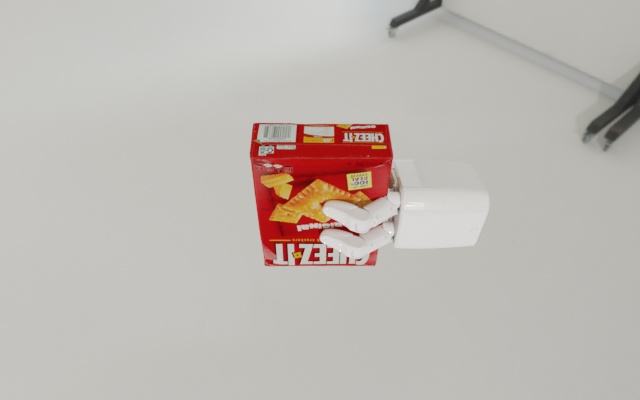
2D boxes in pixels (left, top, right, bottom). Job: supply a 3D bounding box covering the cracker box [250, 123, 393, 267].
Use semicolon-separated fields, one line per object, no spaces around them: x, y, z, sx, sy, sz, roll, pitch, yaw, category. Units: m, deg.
0.000;0.002;0.624;0.164;0.072;0.214;0;-43;0;cracker box
